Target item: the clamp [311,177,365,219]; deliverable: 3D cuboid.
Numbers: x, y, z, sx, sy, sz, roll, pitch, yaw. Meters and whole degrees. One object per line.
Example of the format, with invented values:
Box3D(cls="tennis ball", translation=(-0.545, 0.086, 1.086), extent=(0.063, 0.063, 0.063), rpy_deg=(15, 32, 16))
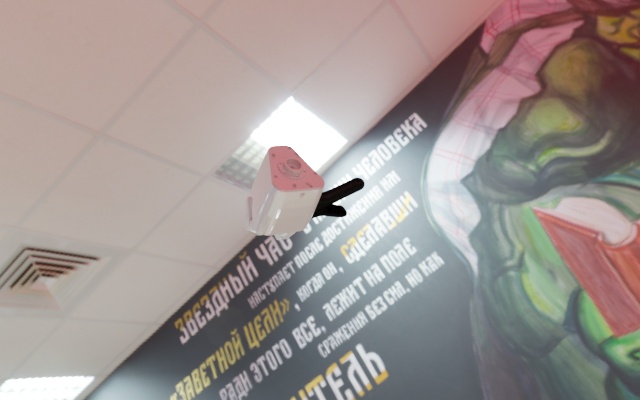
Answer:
Box3D(cls="clamp", translation=(0.000, 0.002, 0.883), extent=(0.171, 0.039, 0.120), rpy_deg=(-10, -34, -33))
